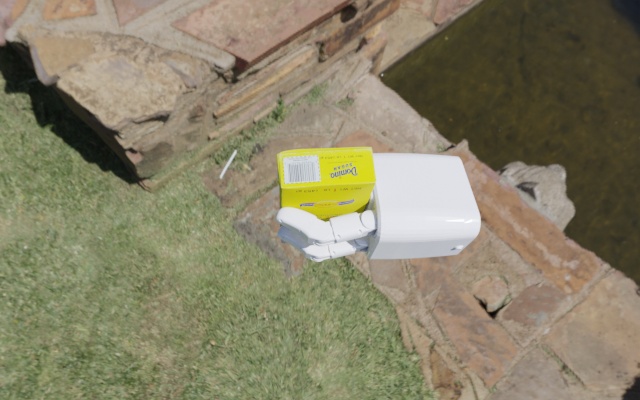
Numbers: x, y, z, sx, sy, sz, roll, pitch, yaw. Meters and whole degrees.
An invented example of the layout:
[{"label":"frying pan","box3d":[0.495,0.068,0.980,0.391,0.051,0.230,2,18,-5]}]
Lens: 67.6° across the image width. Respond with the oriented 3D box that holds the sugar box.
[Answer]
[{"label":"sugar box","box3d":[0.000,0.002,0.528,0.093,0.048,0.176,-3,-24,-5]}]
